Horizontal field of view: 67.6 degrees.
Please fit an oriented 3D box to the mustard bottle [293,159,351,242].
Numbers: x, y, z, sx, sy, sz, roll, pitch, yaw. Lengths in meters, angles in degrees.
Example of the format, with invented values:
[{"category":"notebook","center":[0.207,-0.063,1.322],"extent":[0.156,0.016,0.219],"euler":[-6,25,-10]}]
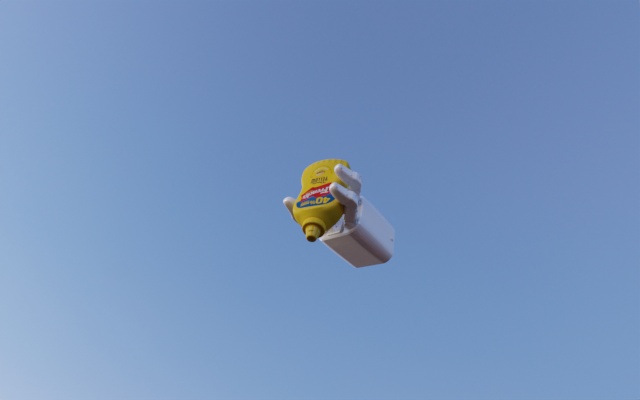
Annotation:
[{"category":"mustard bottle","center":[0.000,0.002,0.873],"extent":[0.096,0.058,0.191],"euler":[-8,39,19]}]
